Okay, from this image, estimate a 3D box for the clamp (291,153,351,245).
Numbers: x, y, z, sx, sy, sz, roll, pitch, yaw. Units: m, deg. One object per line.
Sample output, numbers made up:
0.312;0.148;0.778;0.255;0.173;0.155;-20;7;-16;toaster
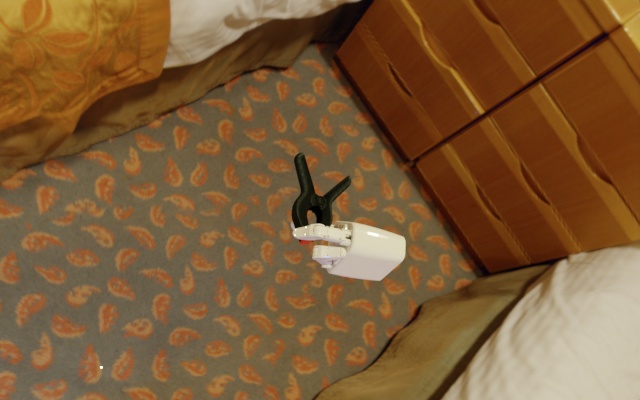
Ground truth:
0.000;0.003;0.874;0.120;0.171;0.039;13;-23;-19;clamp
